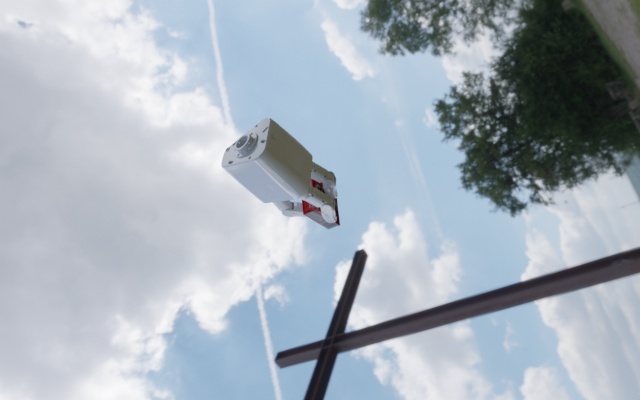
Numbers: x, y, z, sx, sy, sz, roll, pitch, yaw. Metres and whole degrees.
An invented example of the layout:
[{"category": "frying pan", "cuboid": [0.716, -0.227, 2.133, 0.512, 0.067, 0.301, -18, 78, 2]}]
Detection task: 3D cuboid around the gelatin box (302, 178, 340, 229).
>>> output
[{"category": "gelatin box", "cuboid": [0.000, 0.003, 0.866, 0.030, 0.073, 0.089, -21, -32, 26]}]
